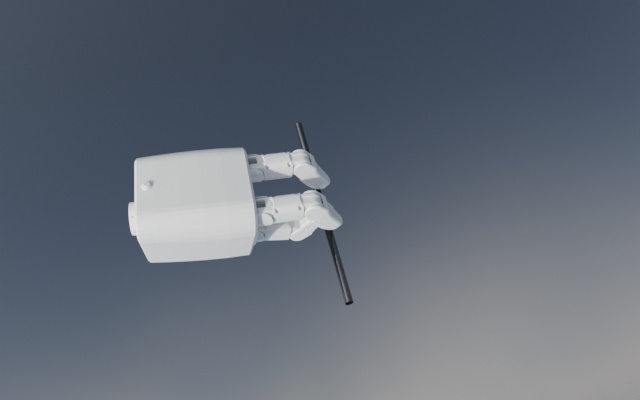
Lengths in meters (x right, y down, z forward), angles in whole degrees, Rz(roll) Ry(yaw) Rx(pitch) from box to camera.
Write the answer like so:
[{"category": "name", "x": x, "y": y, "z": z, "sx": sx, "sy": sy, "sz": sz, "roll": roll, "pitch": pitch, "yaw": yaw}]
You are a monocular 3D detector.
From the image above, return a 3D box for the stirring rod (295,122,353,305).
[{"category": "stirring rod", "x": 0.000, "y": 0.002, "z": 0.517, "sx": 0.011, "sy": 0.239, "sz": 0.011, "roll": -11, "pitch": -35, "yaw": -8}]
